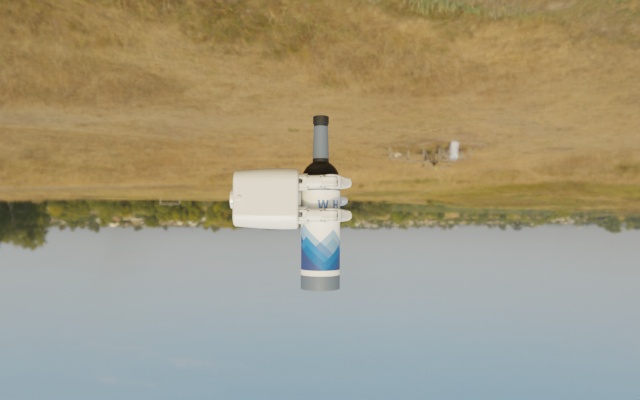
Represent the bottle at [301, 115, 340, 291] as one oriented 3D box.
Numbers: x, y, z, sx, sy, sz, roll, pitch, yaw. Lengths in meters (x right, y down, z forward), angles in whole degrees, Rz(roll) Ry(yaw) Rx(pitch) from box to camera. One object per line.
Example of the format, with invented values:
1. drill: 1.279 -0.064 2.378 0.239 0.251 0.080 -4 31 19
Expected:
1. bottle: 0.000 0.003 0.816 0.069 0.295 0.069 0 -2 0
